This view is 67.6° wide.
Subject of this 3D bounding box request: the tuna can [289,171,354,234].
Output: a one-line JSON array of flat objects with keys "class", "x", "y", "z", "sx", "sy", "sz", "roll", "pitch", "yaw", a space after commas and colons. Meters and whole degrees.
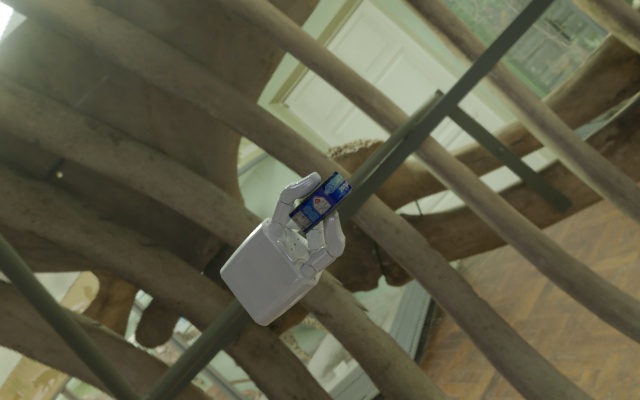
[{"class": "tuna can", "x": 0.000, "y": 0.002, "z": 0.610, "sx": 0.086, "sy": 0.034, "sz": 0.086, "roll": -43, "pitch": 2, "yaw": 2}]
